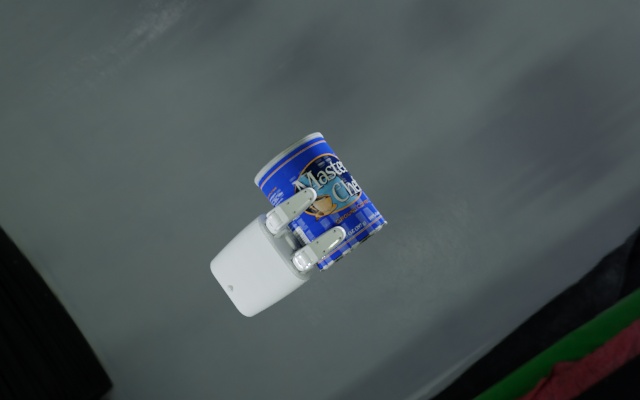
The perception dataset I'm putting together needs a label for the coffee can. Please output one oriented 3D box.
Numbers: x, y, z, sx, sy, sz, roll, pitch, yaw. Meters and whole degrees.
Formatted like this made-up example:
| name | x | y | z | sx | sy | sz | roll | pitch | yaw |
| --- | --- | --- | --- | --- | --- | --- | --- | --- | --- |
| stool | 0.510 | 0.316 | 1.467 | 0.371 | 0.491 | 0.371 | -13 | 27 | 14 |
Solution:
| name | x | y | z | sx | sy | sz | roll | pitch | yaw |
| --- | --- | --- | --- | --- | --- | --- | --- | --- | --- |
| coffee can | 0.000 | 0.002 | 0.594 | 0.103 | 0.140 | 0.103 | -36 | -5 | -4 |
